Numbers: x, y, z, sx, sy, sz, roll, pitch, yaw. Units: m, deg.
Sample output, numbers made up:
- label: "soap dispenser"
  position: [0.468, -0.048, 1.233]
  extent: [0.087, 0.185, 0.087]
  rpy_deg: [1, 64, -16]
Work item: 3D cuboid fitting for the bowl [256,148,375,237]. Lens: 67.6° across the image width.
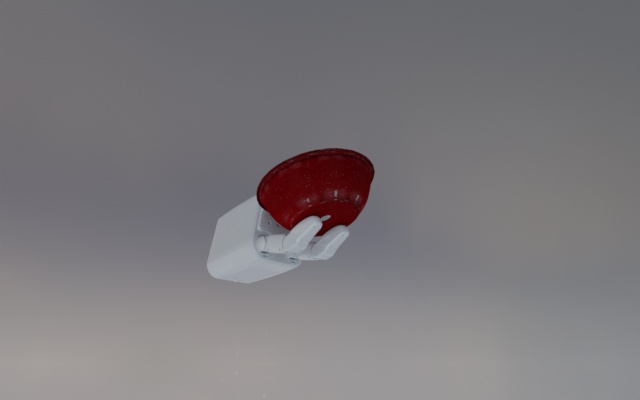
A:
- label: "bowl"
  position: [0.001, 0.002, 0.624]
  extent: [0.162, 0.055, 0.162]
  rpy_deg: [-12, -30, -7]
